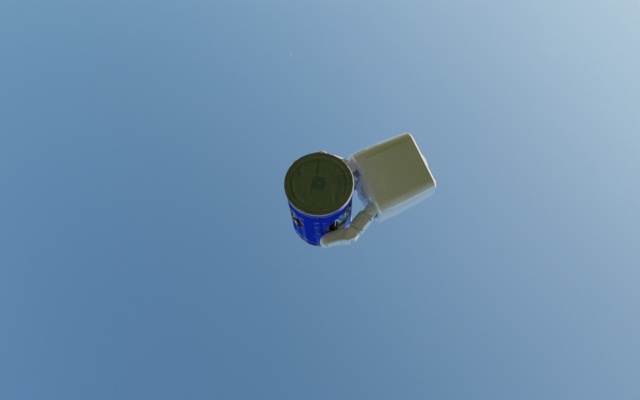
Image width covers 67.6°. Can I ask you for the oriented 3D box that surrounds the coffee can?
[{"bbox_3d":[0.000,0.003,0.759,0.103,0.102,0.140,0,-24,2],"label":"coffee can"}]
